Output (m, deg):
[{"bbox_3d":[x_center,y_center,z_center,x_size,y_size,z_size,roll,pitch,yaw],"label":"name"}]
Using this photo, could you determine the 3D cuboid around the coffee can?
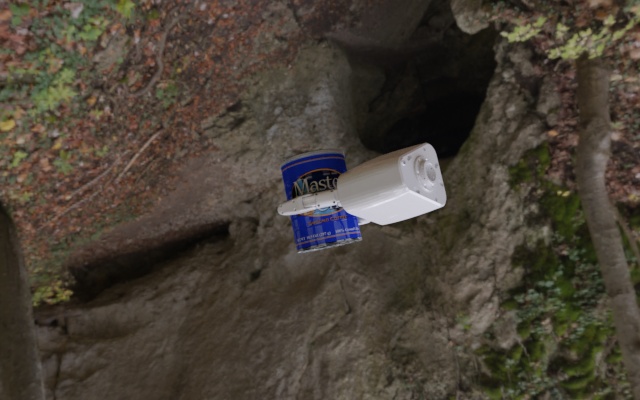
[{"bbox_3d":[0.000,0.002,0.738,0.103,0.140,0.103,-11,-8,-2],"label":"coffee can"}]
